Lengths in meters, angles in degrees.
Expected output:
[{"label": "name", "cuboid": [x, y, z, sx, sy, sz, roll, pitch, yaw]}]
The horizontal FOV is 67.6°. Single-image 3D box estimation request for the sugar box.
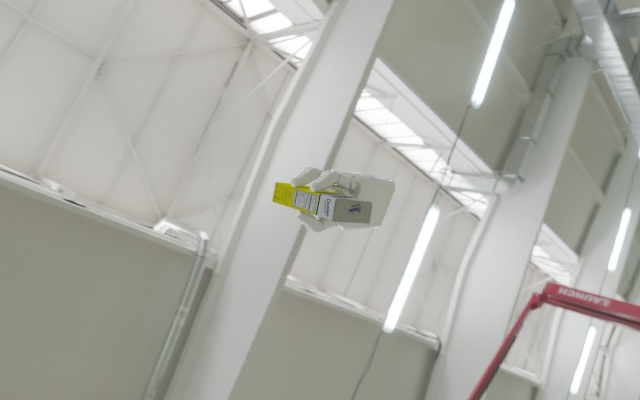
[{"label": "sugar box", "cuboid": [0.000, 0.002, 0.869, 0.093, 0.048, 0.176, 6, 4, -42]}]
